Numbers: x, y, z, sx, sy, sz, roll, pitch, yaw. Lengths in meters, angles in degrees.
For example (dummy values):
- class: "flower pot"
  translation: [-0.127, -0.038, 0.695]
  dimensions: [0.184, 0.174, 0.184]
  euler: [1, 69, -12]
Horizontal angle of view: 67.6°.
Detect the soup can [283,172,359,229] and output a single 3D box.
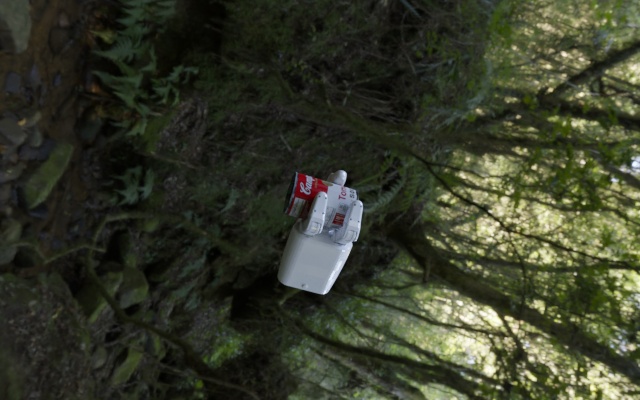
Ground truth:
- class: "soup can"
  translation: [0.001, 0.002, 0.743]
  dimensions: [0.102, 0.068, 0.068]
  euler: [16, -3, -10]
